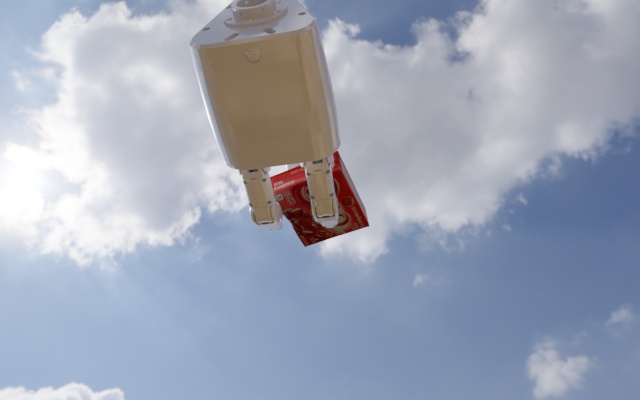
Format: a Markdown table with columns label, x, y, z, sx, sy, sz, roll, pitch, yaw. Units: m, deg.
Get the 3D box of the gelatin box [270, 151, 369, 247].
| label | x | y | z | sx | sy | sz | roll | pitch | yaw |
| --- | --- | --- | --- | --- | --- | --- | --- | --- | --- |
| gelatin box | 0.000 | 0.001 | 0.476 | 0.073 | 0.030 | 0.089 | -19 | -47 | 11 |
